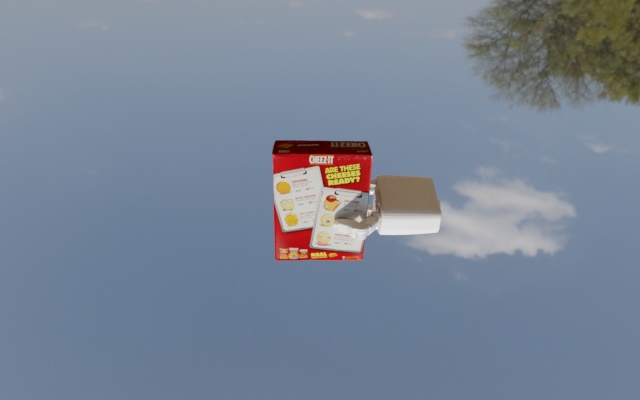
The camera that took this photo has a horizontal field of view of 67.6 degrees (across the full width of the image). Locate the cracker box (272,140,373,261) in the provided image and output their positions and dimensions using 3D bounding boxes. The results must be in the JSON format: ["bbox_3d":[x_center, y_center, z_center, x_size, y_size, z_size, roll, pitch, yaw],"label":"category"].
[{"bbox_3d":[0.000,0.003,0.842,0.164,0.214,0.072,0,29,-3],"label":"cracker box"}]
